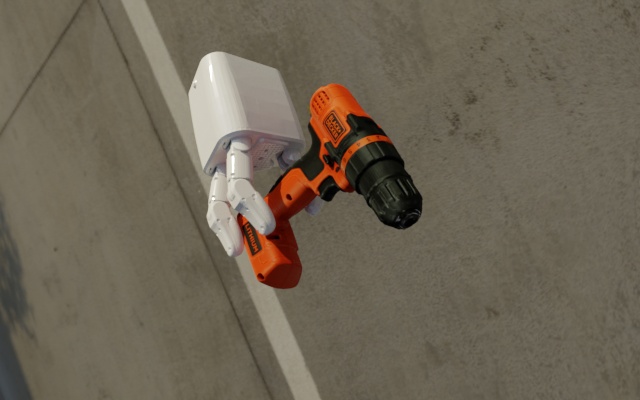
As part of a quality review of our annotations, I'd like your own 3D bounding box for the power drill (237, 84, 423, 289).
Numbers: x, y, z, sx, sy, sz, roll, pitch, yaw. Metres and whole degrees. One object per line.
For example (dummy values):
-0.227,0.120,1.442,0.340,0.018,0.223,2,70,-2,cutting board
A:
0.000,0.002,0.469,0.057,0.188,0.184,20,31,-40,power drill
